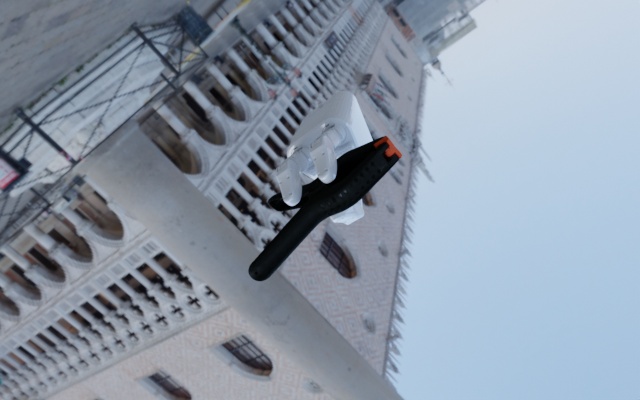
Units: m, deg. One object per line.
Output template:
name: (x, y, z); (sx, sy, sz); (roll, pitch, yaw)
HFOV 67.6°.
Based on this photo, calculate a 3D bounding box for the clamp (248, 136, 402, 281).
clamp: (0.001, 0.002, 0.554); (0.210, 0.036, 0.164); (-32, 25, 28)
